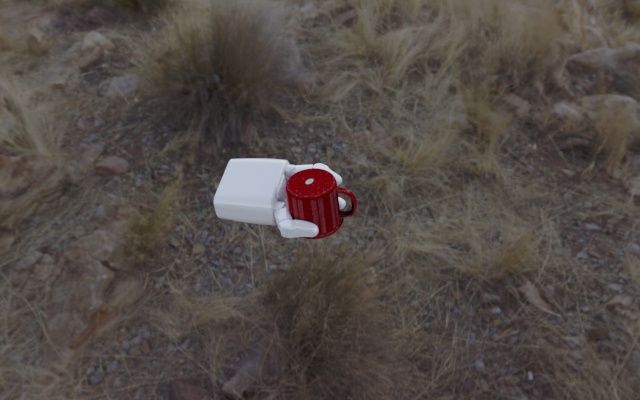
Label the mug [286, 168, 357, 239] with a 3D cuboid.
[{"bbox_3d":[0.001,0.002,0.767,0.117,0.082,0.093,3,39,13],"label":"mug"}]
